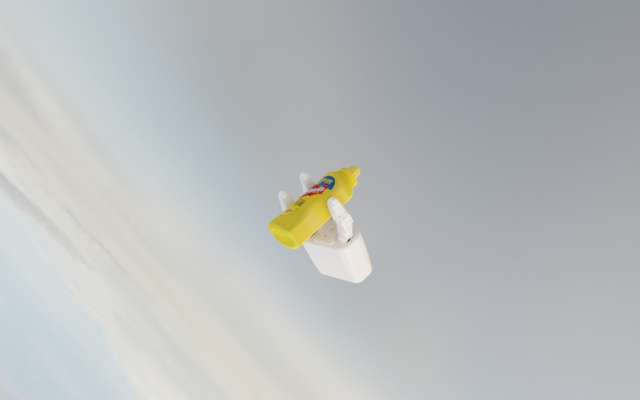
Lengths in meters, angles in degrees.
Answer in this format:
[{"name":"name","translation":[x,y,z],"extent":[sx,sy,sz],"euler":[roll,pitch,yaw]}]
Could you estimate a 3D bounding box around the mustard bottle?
[{"name":"mustard bottle","translation":[0.000,0.003,0.841],"extent":[0.191,0.058,0.096],"euler":[-42,18,-20]}]
